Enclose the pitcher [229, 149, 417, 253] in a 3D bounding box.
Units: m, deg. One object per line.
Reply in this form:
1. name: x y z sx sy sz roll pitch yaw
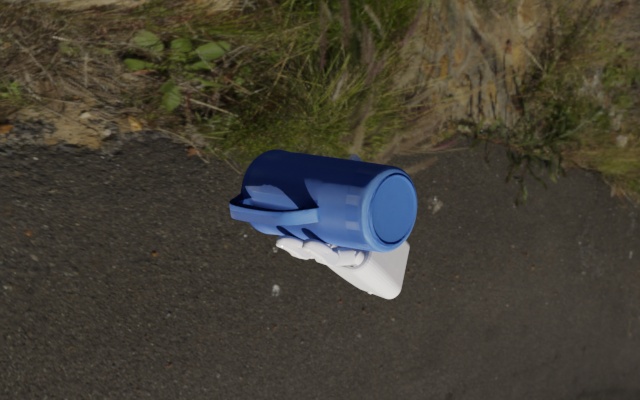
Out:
1. pitcher: 0.000 0.002 0.660 0.243 0.149 0.145 9 -26 46
